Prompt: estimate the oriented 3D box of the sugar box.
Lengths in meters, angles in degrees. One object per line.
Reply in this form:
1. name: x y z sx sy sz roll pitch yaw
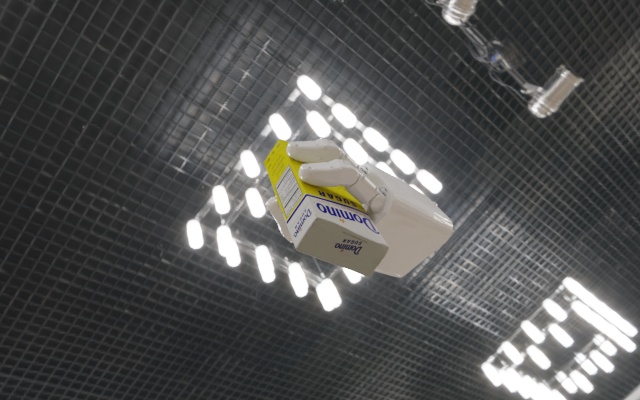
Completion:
1. sugar box: 0.000 0.001 0.519 0.093 0.048 0.176 24 19 -30
